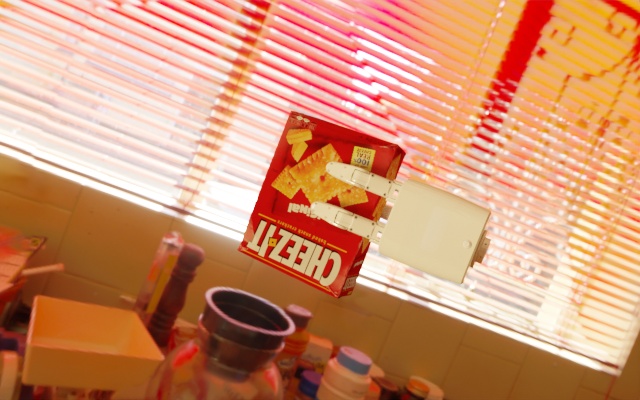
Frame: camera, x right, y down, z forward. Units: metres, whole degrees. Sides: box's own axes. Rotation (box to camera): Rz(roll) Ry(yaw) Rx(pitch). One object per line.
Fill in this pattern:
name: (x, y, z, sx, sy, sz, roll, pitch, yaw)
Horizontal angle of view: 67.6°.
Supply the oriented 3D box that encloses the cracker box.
cracker box: (0.000, 0.002, 0.657, 0.164, 0.213, 0.072, 22, 2, 20)
